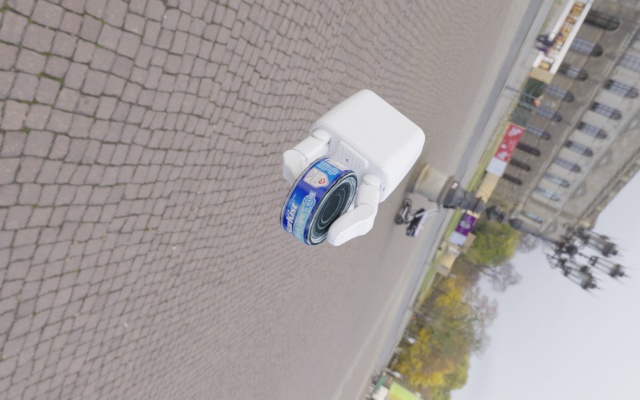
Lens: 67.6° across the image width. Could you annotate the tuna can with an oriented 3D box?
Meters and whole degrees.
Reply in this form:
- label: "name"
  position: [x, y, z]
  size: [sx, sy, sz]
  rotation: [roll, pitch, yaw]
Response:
- label: "tuna can"
  position: [0.000, 0.002, 0.467]
  size: [0.033, 0.086, 0.086]
  rotation: [32, 12, 20]
